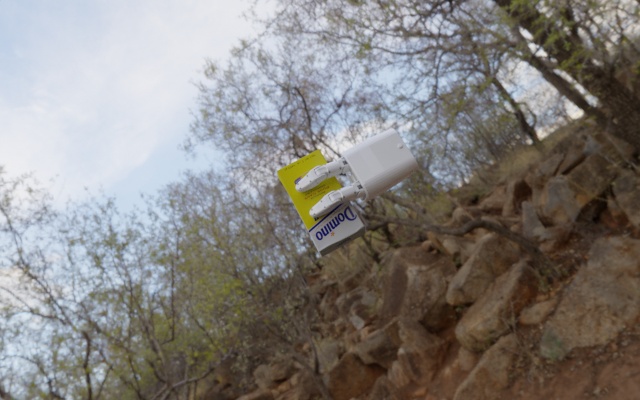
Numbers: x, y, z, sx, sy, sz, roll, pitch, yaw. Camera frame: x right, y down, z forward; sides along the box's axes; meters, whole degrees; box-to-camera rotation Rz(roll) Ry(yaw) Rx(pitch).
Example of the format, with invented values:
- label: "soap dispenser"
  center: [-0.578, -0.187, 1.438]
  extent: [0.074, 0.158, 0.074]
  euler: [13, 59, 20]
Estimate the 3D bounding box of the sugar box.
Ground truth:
- label: "sugar box"
  center: [0.000, 0.002, 0.865]
  extent: [0.093, 0.176, 0.048]
  euler: [-28, -23, -4]
